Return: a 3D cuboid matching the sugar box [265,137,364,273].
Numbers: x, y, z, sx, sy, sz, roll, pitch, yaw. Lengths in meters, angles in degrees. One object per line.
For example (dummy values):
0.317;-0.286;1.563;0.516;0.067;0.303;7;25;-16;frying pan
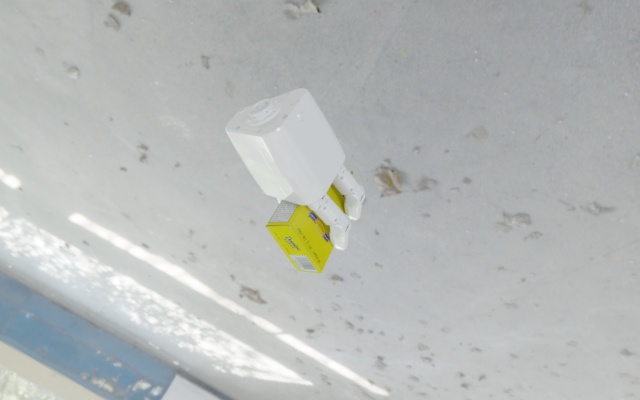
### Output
0.000;0.002;0.648;0.048;0.093;0.176;-1;44;36;sugar box
